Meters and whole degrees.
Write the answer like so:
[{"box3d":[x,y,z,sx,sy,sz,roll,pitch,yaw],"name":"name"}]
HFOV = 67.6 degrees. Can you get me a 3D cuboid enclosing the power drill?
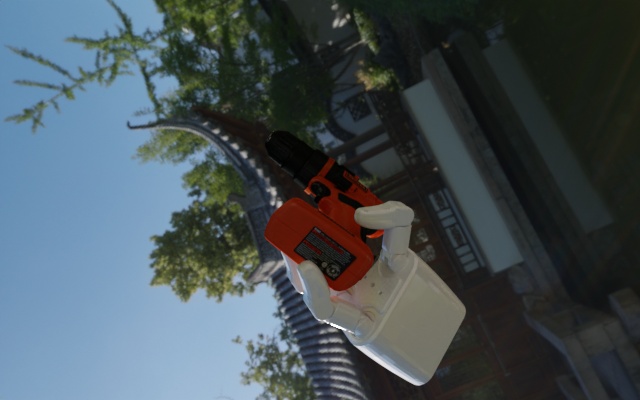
[{"box3d":[0.000,0.002,0.523,0.184,0.057,0.187,36,24,-6],"name":"power drill"}]
